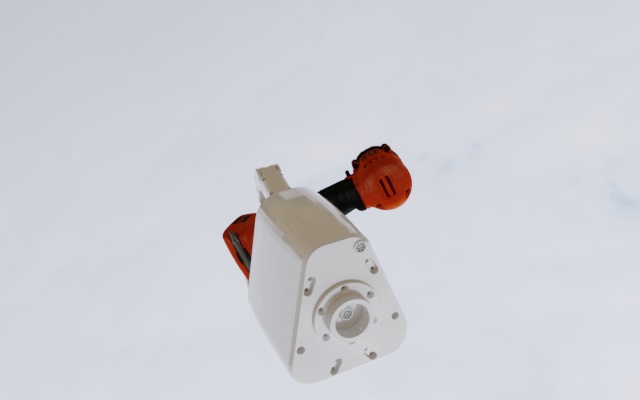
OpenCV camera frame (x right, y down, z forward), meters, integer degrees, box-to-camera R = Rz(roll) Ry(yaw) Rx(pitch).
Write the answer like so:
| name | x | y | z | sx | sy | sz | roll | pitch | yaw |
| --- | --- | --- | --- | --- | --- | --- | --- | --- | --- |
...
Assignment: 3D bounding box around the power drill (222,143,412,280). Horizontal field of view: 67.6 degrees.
| name | x | y | z | sx | sy | sz | roll | pitch | yaw |
| --- | --- | --- | --- | --- | --- | --- | --- | --- | --- |
| power drill | 0.000 | 0.002 | 0.495 | 0.187 | 0.057 | 0.184 | -29 | 7 | 7 |
